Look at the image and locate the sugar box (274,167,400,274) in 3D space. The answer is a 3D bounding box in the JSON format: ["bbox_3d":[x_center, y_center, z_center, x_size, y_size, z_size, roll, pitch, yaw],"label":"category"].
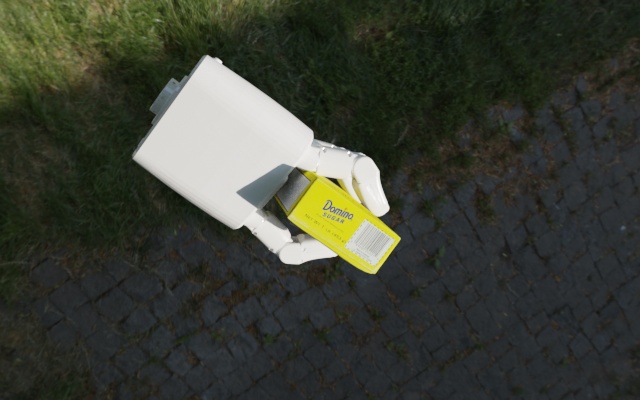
[{"bbox_3d":[0.000,0.001,0.458,0.093,0.048,0.176,36,5,-20],"label":"sugar box"}]
